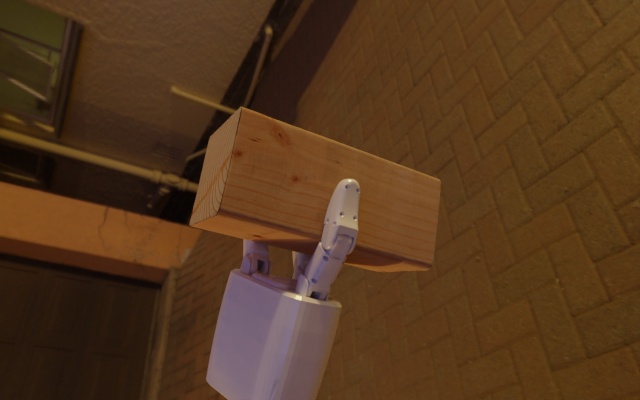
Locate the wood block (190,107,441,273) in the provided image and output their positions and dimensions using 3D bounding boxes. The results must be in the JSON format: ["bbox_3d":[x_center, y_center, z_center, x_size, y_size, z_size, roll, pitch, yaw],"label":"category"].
[{"bbox_3d":[0.000,0.002,0.441,0.206,0.090,0.091,17,-16,-26],"label":"wood block"}]
